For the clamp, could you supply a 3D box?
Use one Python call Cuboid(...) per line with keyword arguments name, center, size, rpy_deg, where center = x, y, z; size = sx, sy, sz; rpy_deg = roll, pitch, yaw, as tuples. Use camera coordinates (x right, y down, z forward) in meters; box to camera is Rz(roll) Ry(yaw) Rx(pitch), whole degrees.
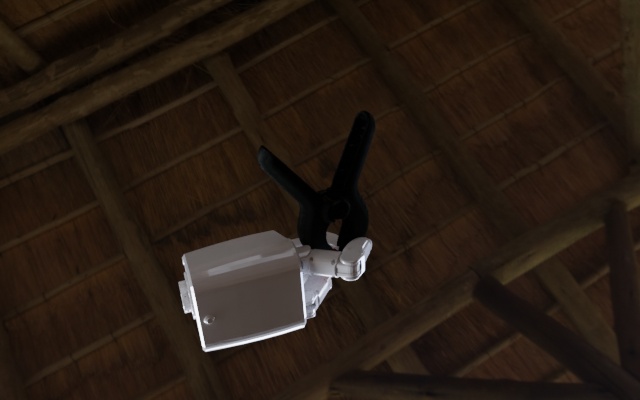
Cuboid(name="clamp", center=(0.000, 0.001, 0.478), size=(0.120, 0.171, 0.039), rpy_deg=(-11, 26, -17))
